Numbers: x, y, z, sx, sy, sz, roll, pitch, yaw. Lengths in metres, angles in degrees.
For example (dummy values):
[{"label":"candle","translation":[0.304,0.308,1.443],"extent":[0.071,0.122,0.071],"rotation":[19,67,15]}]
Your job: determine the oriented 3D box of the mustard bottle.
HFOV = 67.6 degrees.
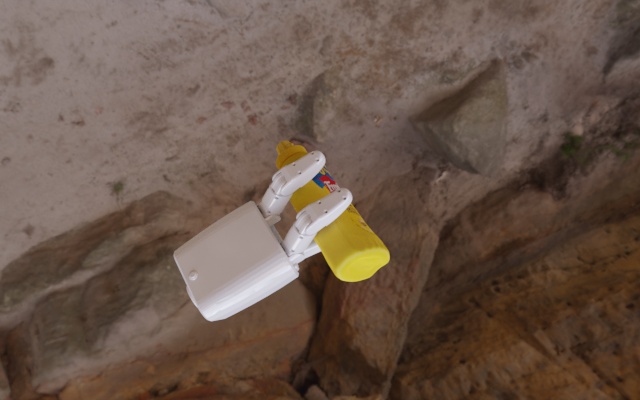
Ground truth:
[{"label":"mustard bottle","translation":[0.000,0.002,0.554],"extent":[0.058,0.191,0.096],"rotation":[-43,-28,15]}]
